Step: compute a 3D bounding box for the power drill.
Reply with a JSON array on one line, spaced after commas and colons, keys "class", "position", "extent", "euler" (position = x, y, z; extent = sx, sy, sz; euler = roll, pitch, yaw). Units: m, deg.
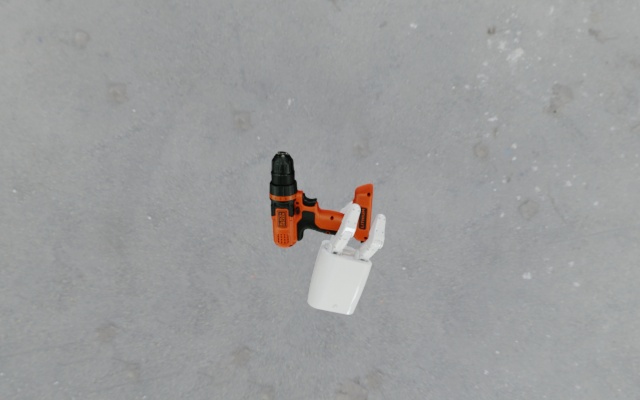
[{"class": "power drill", "position": [0.001, 0.003, 0.864], "extent": [0.187, 0.184, 0.057], "euler": [3, 25, 7]}]
